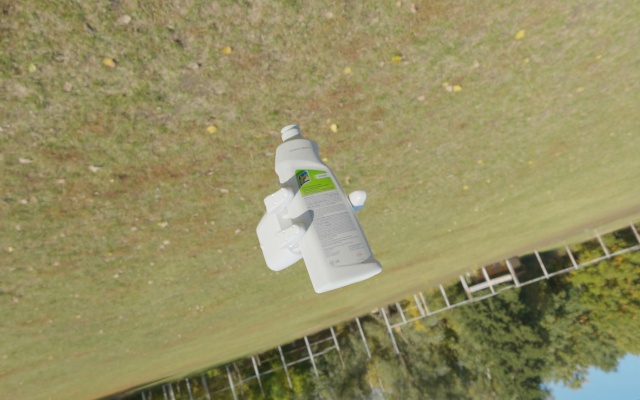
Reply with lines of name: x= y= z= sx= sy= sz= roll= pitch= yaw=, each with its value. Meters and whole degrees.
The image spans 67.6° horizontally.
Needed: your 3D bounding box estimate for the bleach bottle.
bleach bottle: x=0.000 y=0.002 z=0.709 sx=0.102 sy=0.250 sz=0.068 roll=-11 pitch=-17 yaw=-28
